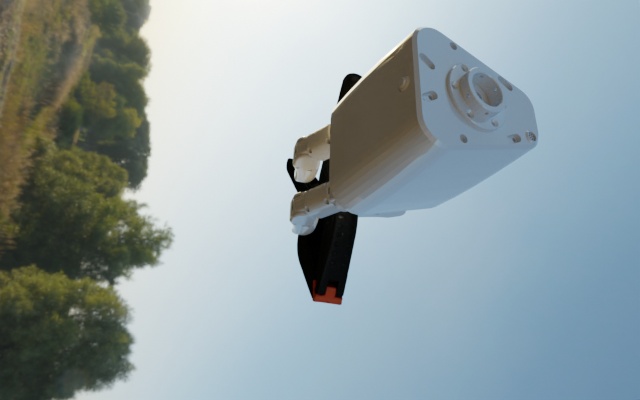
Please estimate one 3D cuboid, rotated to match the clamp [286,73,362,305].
[{"bbox_3d":[0.001,0.002,0.475,0.036,0.210,0.165,12,-26,-21],"label":"clamp"}]
